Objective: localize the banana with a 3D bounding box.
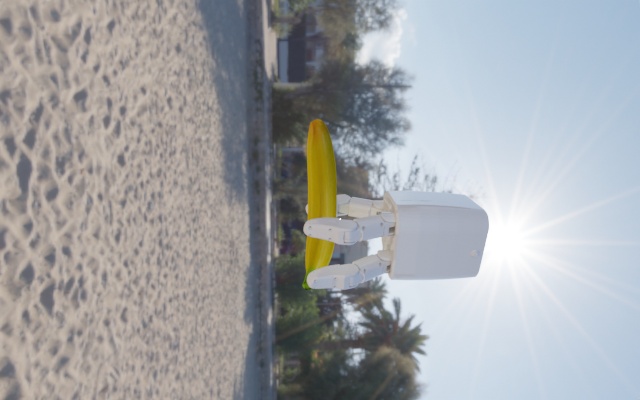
[{"bbox_3d":[0.001,0.003,0.576,0.037,0.198,0.069,2,6,3],"label":"banana"}]
